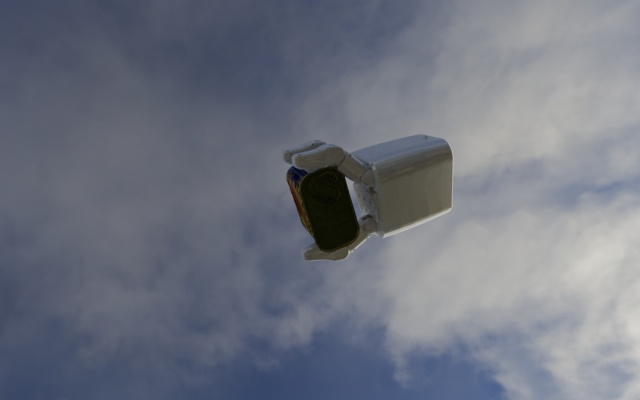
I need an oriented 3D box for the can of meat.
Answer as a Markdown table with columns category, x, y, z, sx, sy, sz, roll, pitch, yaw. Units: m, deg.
| category | x | y | z | sx | sy | sz | roll | pitch | yaw |
| --- | --- | --- | --- | --- | --- | --- | --- | --- | --- |
| can of meat | 0.000 | 0.002 | 0.597 | 0.057 | 0.102 | 0.084 | -21 | 19 | -11 |
